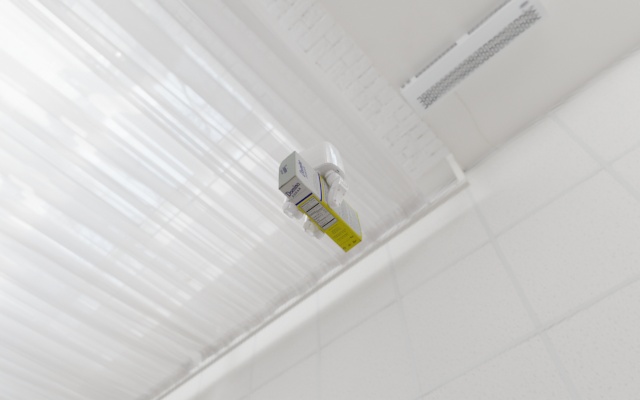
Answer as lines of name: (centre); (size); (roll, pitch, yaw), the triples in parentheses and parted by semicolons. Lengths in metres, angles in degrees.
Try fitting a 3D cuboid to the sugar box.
sugar box: (0.000, 0.003, 0.826); (0.048, 0.176, 0.093); (-39, 26, 19)
